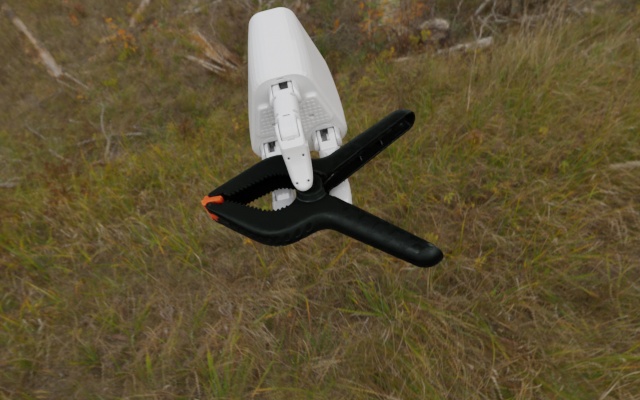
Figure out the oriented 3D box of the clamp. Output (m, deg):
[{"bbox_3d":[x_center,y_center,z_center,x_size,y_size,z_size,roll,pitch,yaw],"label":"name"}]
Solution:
[{"bbox_3d":[-0.001,0.001,0.422,0.210,0.164,0.036,-13,-37,3],"label":"clamp"}]
